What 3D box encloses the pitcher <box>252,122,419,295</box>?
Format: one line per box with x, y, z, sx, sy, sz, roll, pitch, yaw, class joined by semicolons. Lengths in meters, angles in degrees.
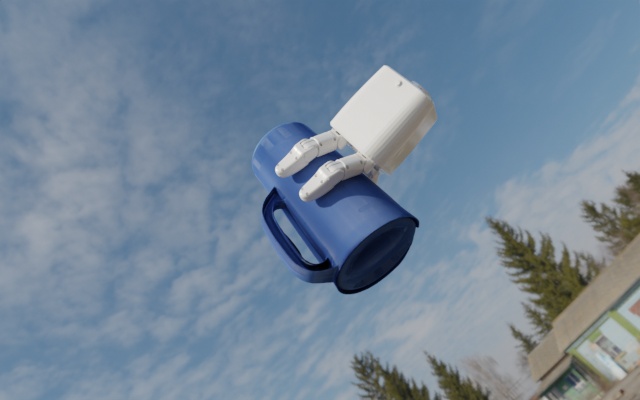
0.000;0.002;0.647;0.242;0.145;0.149;47;10;32;pitcher
